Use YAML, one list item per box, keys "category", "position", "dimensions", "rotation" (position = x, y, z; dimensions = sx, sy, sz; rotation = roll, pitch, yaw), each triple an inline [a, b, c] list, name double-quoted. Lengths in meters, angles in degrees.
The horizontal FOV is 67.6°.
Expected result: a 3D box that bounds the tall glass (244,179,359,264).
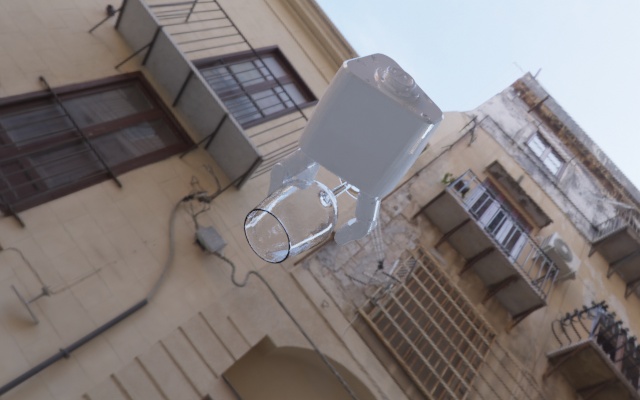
- category: "tall glass"
  position: [0.000, 0.002, 0.563]
  dimensions: [0.079, 0.079, 0.201]
  rotation: [0, 21, 37]
